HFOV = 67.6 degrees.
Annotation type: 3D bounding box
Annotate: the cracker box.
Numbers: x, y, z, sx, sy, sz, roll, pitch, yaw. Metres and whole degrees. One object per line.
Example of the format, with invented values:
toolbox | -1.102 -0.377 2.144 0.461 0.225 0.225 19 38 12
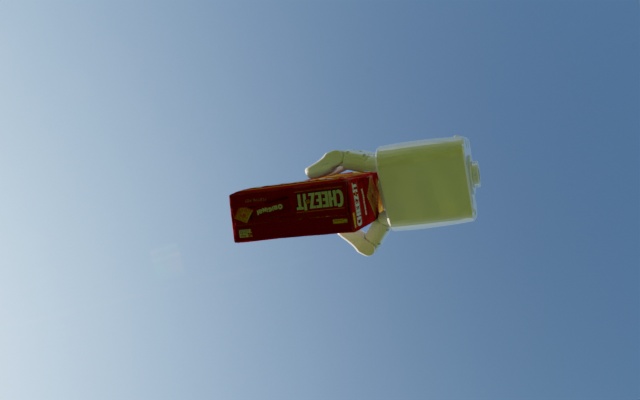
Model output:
cracker box | 0.000 0.002 0.666 0.164 0.072 0.213 -7 3 23
